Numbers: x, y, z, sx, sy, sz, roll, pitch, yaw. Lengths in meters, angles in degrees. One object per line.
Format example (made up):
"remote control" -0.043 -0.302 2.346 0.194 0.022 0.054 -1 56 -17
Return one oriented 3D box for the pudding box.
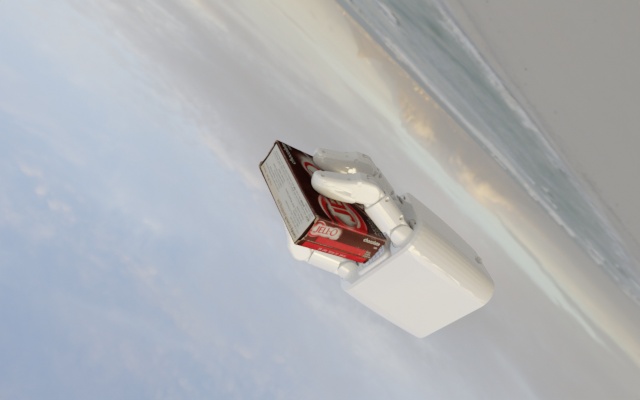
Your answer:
"pudding box" 0.000 0.002 0.447 0.090 0.039 0.113 22 26 -41
